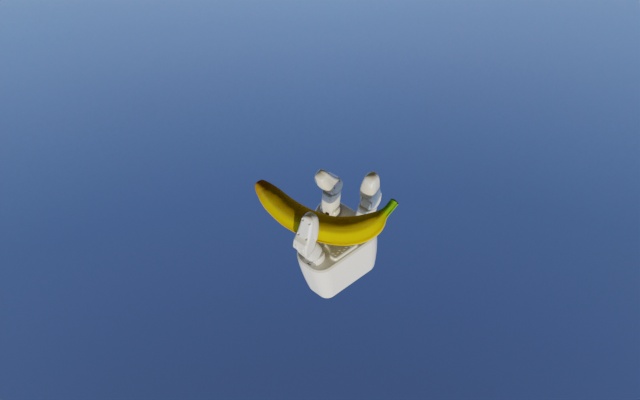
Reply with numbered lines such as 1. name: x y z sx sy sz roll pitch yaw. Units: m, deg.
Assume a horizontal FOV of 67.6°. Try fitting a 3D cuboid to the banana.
1. banana: -0.001 0.020 0.624 0.198 0.069 0.037 9 -16 17
